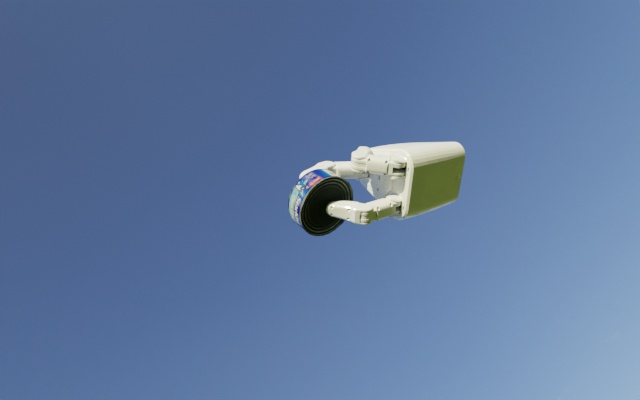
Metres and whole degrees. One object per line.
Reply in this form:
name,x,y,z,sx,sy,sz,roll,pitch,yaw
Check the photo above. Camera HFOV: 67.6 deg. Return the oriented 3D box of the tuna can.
tuna can,0.000,0.002,0.633,0.086,0.086,0.033,0,24,-40
